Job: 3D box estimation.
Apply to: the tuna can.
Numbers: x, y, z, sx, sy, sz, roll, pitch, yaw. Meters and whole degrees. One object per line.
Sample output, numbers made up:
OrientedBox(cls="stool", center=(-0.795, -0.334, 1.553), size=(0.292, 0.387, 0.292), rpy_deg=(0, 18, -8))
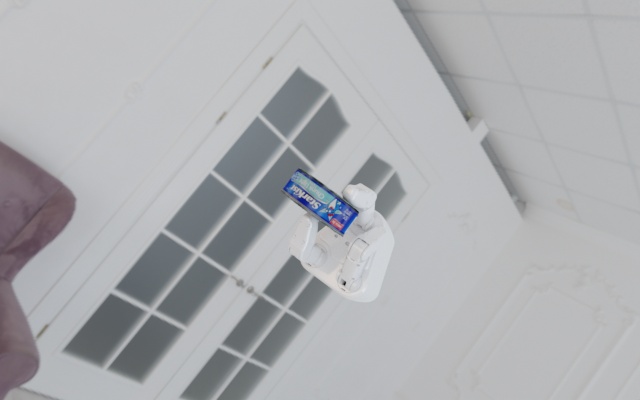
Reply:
OrientedBox(cls="tuna can", center=(0.000, 0.001, 0.525), size=(0.086, 0.034, 0.086), rpy_deg=(37, 0, 0))
